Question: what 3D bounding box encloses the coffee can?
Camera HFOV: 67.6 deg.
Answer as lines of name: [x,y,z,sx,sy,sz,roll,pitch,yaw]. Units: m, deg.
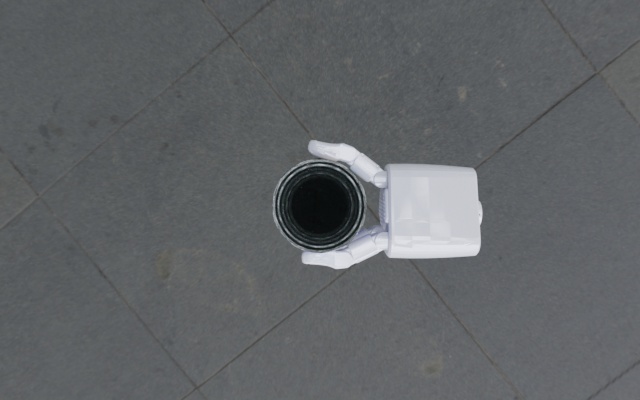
coffee can: [0.000,0.002,0.581,0.103,0.103,0.140,0,4,1]
